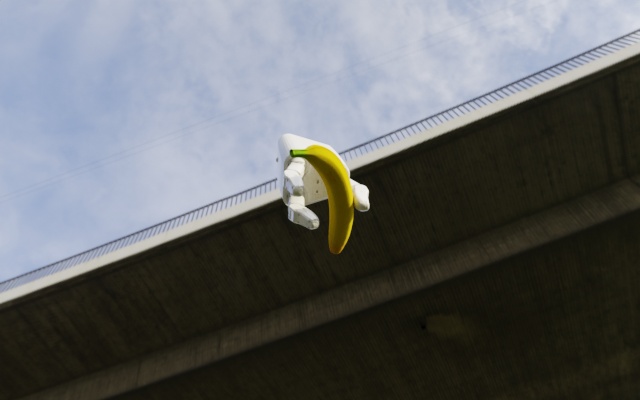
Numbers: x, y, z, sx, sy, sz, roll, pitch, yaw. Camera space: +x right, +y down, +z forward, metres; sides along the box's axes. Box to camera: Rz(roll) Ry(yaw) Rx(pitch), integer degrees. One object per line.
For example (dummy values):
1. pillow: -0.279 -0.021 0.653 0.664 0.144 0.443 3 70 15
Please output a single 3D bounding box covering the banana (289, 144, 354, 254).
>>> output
1. banana: 0.015 -0.009 0.703 0.069 0.198 0.037 -28 32 -8
